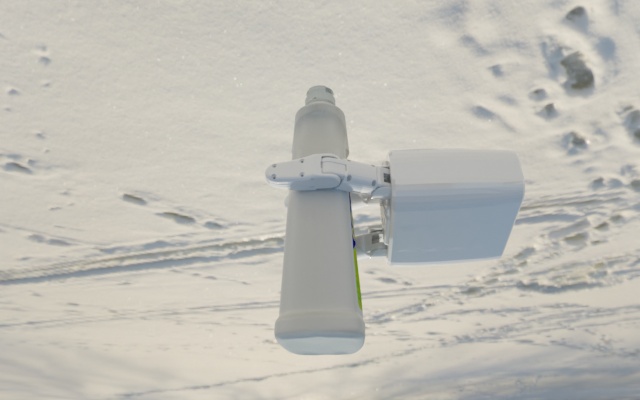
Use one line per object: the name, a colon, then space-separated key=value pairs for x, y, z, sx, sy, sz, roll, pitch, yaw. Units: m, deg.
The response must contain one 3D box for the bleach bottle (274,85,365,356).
bleach bottle: x=0.000 y=0.001 z=0.424 sx=0.068 sy=0.250 sz=0.103 roll=-2 pitch=-25 yaw=3
